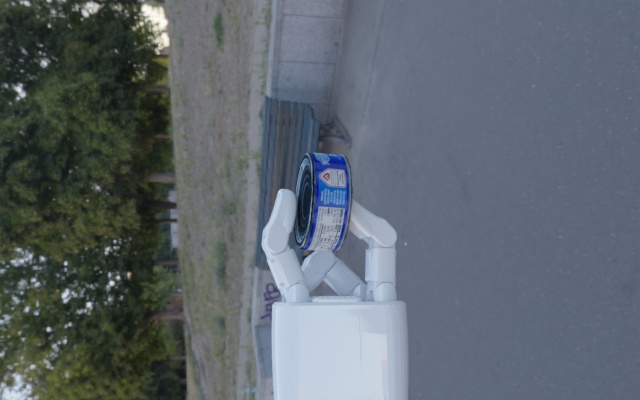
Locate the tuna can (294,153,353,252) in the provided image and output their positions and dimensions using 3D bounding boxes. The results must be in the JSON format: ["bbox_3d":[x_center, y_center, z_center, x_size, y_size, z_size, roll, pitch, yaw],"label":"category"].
[{"bbox_3d":[0.000,0.001,0.416,0.034,0.086,0.086,4,-1,-13],"label":"tuna can"}]
